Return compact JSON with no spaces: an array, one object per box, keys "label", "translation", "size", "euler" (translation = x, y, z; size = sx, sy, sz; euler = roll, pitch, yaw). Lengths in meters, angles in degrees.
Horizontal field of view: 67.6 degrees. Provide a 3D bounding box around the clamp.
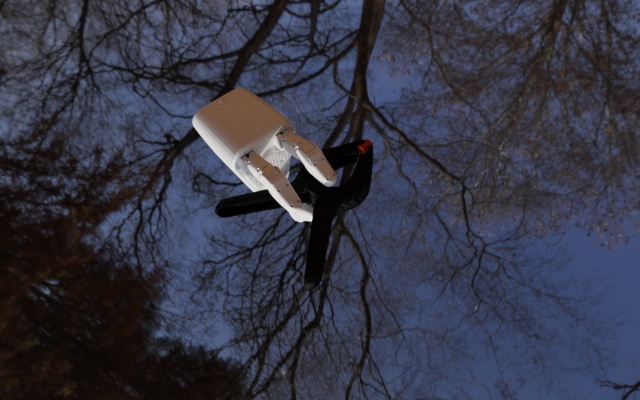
[{"label":"clamp","translation":[0.000,0.002,0.581],"size":[0.210,0.164,0.036],"euler":[-36,-30,-19]}]
